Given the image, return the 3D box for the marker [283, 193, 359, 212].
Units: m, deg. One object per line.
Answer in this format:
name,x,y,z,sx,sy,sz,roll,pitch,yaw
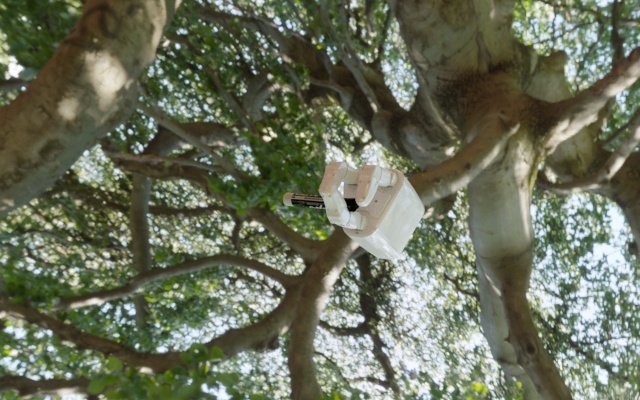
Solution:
marker,0.000,0.002,0.662,0.121,0.020,0.020,5,3,35
